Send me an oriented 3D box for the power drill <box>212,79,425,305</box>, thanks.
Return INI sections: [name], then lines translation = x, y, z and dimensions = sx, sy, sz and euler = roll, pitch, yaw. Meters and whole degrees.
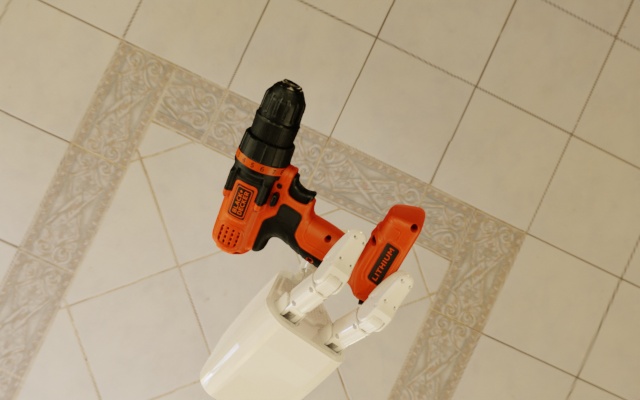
[power drill]
translation = 0.000, 0.002, 0.457
dimensions = 0.187, 0.184, 0.057
euler = 27, 25, 6
